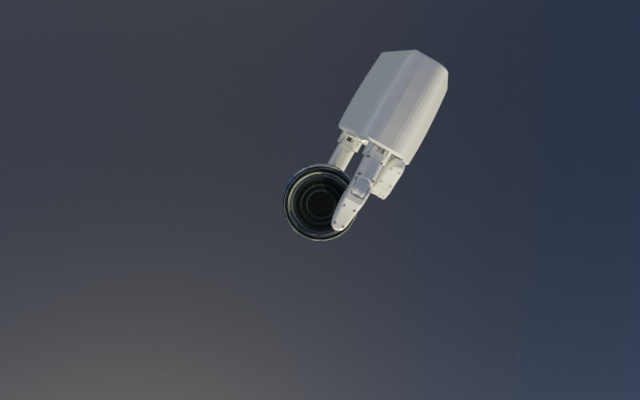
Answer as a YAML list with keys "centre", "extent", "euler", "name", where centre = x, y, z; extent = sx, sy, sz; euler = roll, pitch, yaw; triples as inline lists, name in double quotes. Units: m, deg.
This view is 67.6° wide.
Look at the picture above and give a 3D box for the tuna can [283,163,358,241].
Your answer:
- centre: [0.000, 0.002, 0.541]
  extent: [0.086, 0.086, 0.033]
  euler: [0, 11, -2]
  name: "tuna can"
